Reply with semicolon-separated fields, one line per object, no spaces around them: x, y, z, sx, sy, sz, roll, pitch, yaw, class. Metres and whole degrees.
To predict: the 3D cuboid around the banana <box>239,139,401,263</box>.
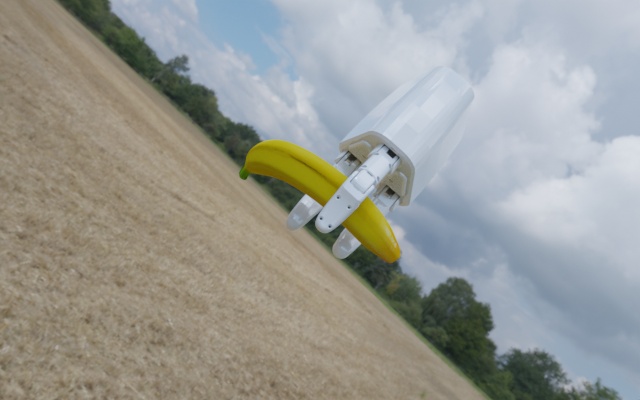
-0.004;-0.011;0.459;0.197;0.037;0.070;31;-30;25;banana
